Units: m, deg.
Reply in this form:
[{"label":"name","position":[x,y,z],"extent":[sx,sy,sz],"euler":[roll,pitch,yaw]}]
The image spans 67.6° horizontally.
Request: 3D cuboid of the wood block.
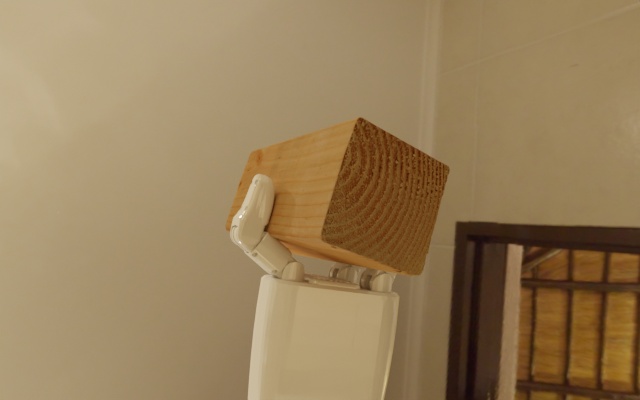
[{"label":"wood block","position":[0.000,0.002,0.421],"extent":[0.091,0.090,0.206],"euler":[23,-12,-26]}]
